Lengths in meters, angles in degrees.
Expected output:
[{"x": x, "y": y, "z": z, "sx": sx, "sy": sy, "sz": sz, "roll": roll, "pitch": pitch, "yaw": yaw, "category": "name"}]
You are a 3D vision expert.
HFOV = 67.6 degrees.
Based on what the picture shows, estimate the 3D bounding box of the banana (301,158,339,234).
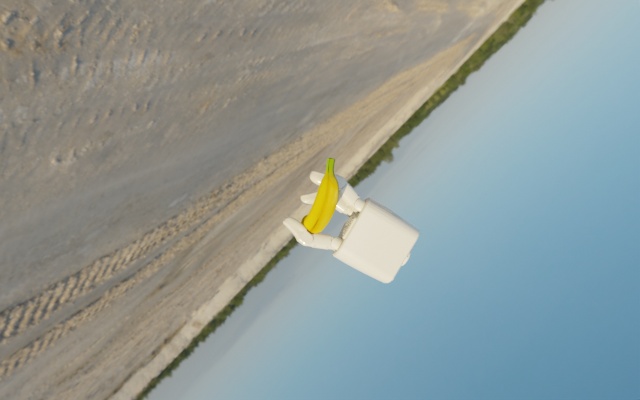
[{"x": -0.002, "y": 0.016, "z": 0.786, "sx": 0.037, "sy": 0.069, "sz": 0.198, "roll": 16, "pitch": -36, "yaw": -8, "category": "banana"}]
